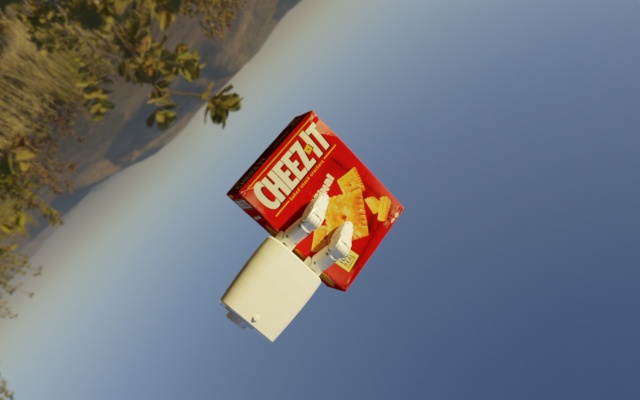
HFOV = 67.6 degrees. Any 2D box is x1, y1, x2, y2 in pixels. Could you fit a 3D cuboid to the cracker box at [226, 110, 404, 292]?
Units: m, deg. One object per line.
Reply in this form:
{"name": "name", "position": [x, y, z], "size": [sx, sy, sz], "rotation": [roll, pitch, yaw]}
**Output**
{"name": "cracker box", "position": [0.000, 0.002, 0.700], "size": [0.214, 0.164, 0.072], "rotation": [45, -19, -18]}
